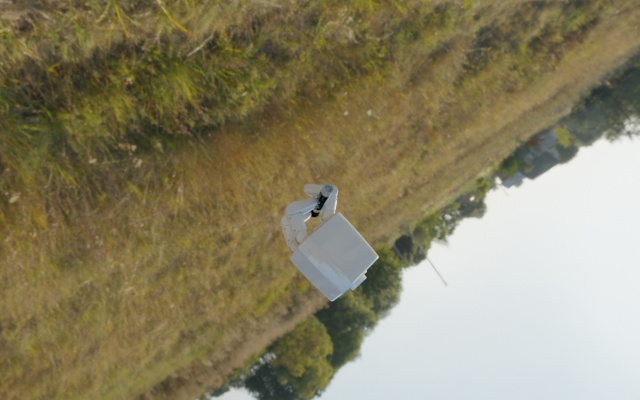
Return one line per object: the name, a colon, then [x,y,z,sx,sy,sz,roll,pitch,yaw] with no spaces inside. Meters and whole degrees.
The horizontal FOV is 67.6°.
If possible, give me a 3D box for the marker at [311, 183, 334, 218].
marker: [0.000,0.003,0.819,0.020,0.020,0.121,0,-22,-14]
